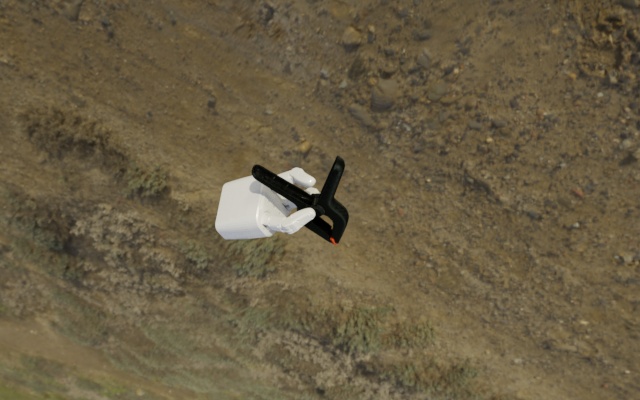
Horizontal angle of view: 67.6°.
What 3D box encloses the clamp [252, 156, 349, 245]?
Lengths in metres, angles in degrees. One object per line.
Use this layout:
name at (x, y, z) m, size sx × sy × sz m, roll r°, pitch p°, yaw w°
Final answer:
clamp at (0.000, 0.004, 0.816) m, size 0.164 × 0.036 × 0.210 m, roll -8°, pitch -45°, yaw 31°
